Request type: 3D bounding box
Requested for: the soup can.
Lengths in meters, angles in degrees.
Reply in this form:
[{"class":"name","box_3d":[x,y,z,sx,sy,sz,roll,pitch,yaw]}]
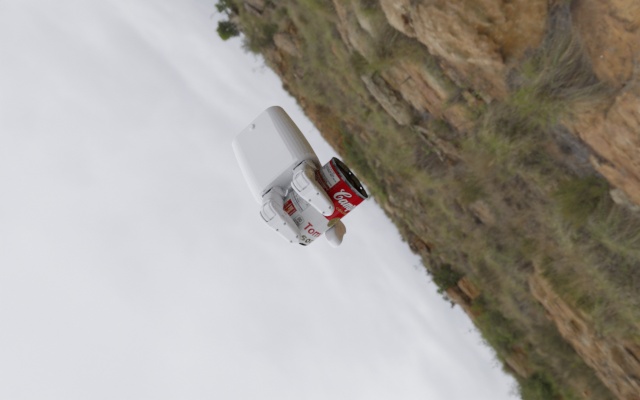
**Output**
[{"class":"soup can","box_3d":[0.000,0.003,0.609,0.102,0.068,0.068,-40,-11,14]}]
